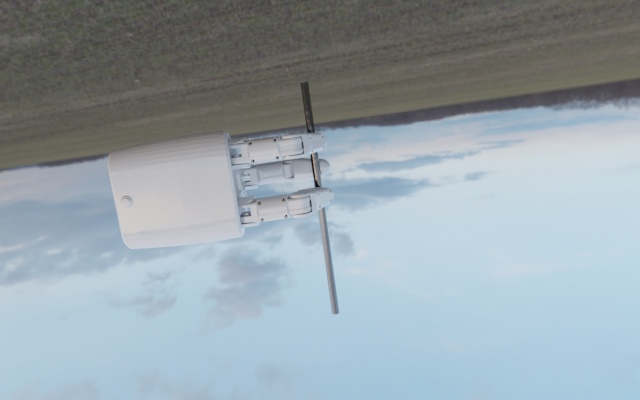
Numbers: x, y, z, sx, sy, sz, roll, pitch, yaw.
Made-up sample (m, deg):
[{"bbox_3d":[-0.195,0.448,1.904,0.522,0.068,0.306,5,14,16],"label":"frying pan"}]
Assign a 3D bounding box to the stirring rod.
[{"bbox_3d":[0.000,0.002,0.488,0.011,0.239,0.011,-8,9,1],"label":"stirring rod"}]
